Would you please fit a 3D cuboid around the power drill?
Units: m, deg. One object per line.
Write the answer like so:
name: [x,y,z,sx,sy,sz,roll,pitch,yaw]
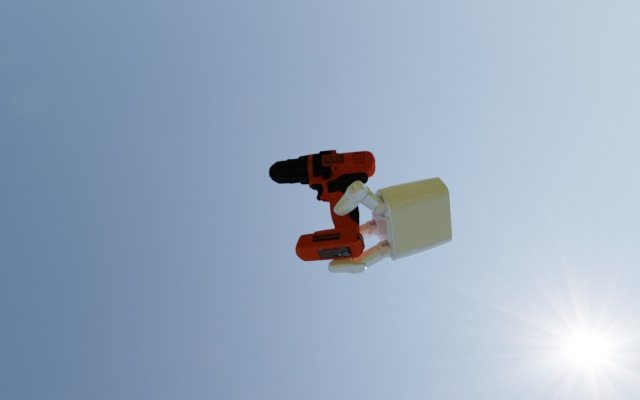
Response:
power drill: [0.000,0.003,0.777,0.184,0.187,0.057,-6,-30,12]
